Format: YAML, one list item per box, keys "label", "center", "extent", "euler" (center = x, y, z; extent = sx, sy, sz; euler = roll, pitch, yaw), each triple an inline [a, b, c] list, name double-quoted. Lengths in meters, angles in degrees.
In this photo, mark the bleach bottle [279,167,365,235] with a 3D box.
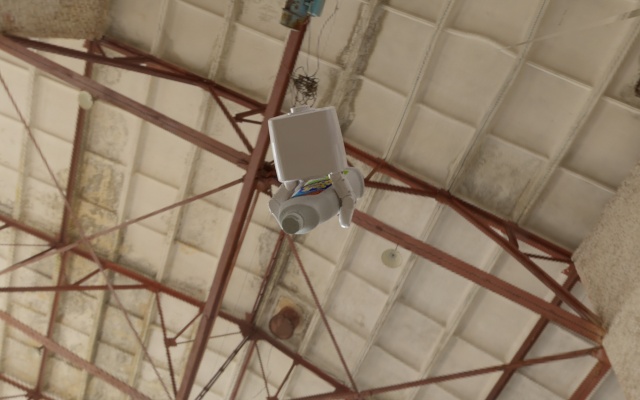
- label: "bleach bottle"
  center: [0.000, 0.003, 0.828]
  extent: [0.102, 0.068, 0.250]
  euler: [-6, 14, 20]
